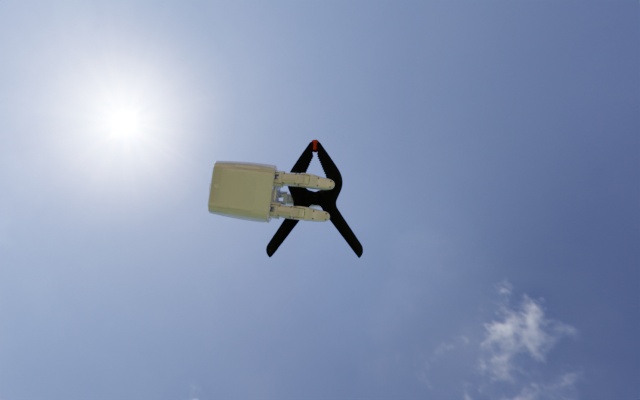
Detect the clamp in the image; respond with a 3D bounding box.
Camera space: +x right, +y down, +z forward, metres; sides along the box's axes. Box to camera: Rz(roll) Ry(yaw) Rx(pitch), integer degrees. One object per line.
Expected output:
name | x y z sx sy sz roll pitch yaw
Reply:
clamp | 0.000 0.002 0.823 0.164 0.210 0.036 7 -5 0
